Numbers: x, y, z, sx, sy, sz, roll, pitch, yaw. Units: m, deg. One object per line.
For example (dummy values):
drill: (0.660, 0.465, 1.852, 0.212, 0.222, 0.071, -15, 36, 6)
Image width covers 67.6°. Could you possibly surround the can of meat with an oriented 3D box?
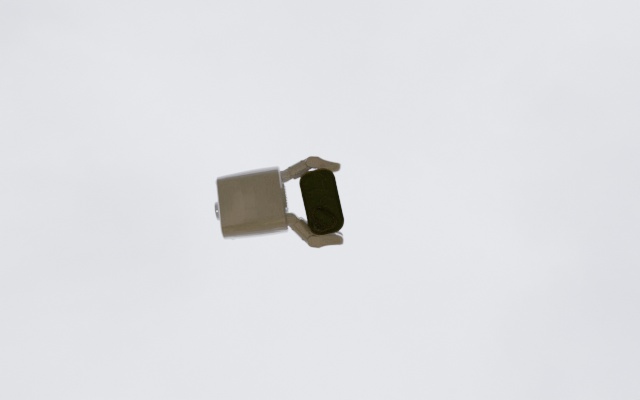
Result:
can of meat: (0.000, 0.002, 0.774, 0.057, 0.102, 0.084, -12, 0, -3)
